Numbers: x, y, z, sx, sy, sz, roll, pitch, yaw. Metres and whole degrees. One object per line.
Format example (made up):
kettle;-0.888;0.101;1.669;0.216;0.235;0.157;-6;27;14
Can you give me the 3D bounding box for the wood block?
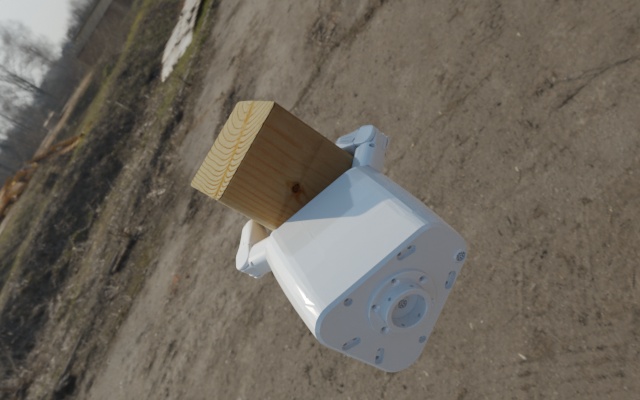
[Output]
wood block;0.000;0.001;0.448;0.206;0.091;0.090;32;-6;-30
